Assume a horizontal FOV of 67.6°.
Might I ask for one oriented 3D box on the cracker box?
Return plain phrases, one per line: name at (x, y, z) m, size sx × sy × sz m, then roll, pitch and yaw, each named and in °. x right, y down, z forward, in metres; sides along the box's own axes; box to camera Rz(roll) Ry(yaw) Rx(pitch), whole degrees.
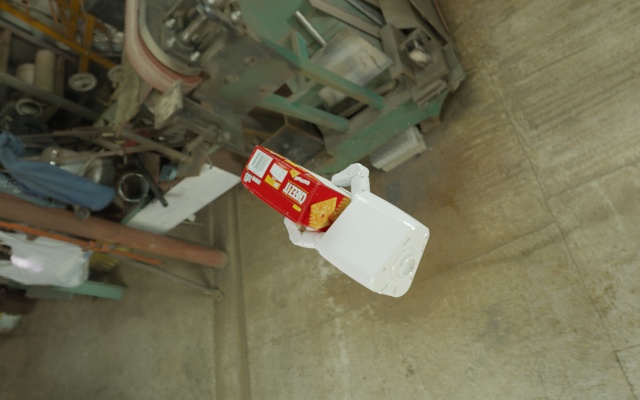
cracker box at (0.000, 0.002, 0.768) m, size 0.214 × 0.072 × 0.164 m, roll 24°, pitch 6°, yaw -47°
